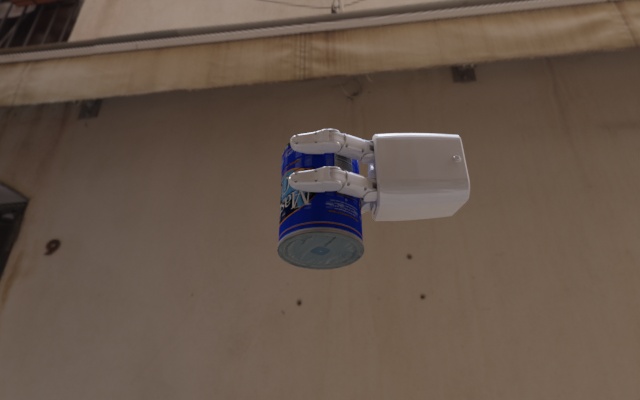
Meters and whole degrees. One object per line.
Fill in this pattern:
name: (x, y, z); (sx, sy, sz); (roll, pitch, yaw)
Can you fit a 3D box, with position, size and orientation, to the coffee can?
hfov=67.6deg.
coffee can: (0.000, 0.002, 0.598); (0.103, 0.140, 0.103); (0, -31, 0)
